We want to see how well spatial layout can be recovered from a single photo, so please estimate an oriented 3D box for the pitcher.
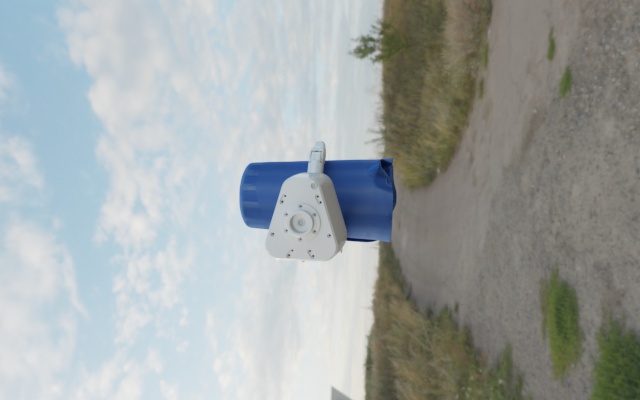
[{"bbox_3d":[0.000,0.003,0.777,0.243,0.149,0.145,2,6,7],"label":"pitcher"}]
